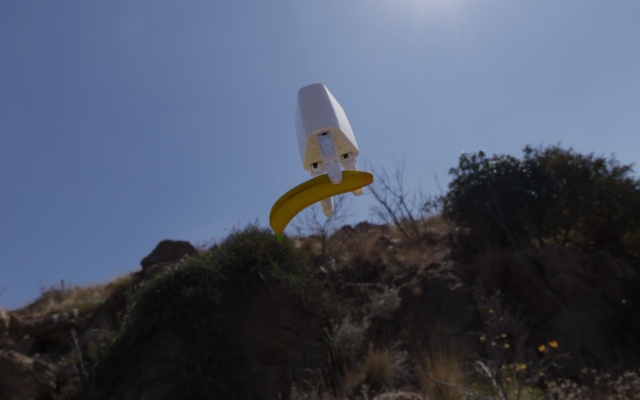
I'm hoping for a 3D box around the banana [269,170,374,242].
[{"bbox_3d":[-0.013,-0.003,0.747,0.198,0.037,0.070,-32,-40,22],"label":"banana"}]
